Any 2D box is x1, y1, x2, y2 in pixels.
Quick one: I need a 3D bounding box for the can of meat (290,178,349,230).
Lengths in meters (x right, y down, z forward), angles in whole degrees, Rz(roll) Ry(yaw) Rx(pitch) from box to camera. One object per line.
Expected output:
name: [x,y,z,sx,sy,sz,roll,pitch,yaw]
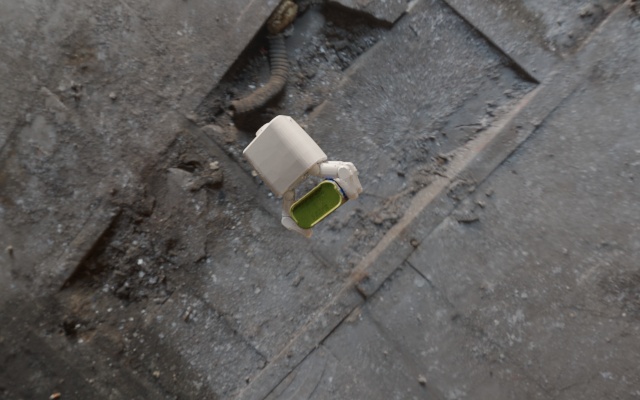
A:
can of meat: [0.000,0.003,0.846,0.102,0.057,0.084,-38,-1,14]
